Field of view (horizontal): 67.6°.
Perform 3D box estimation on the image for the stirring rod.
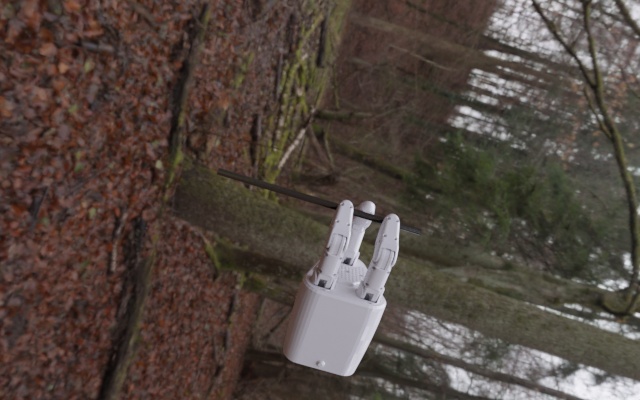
[{"bbox_3d":[0.000,0.002,0.543,0.239,0.011,0.011,17,-1,-4],"label":"stirring rod"}]
